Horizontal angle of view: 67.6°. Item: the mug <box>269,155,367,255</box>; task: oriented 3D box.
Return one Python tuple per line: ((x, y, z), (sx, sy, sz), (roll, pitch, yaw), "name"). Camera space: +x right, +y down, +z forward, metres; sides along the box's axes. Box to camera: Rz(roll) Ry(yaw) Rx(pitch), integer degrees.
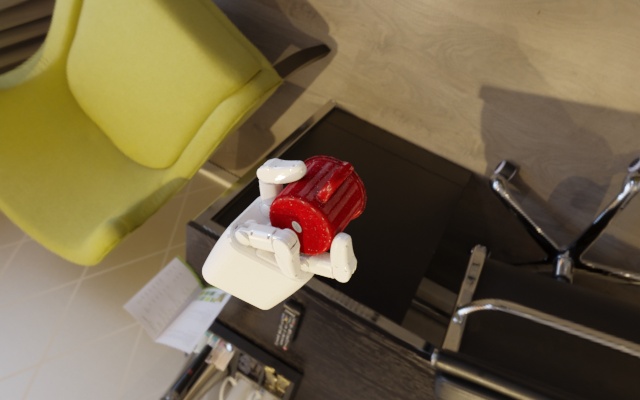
((0.001, 0.001, 0.539), (0.081, 0.093, 0.117), (-50, 1, -44), "mug")
